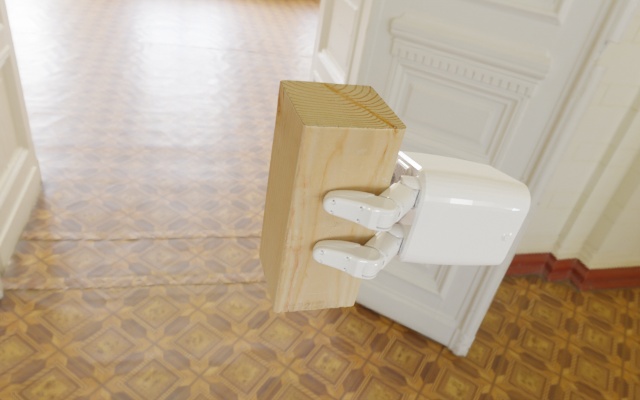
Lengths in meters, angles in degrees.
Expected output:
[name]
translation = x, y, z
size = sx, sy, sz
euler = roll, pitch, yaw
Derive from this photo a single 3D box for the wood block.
[wood block]
translation = 0.000, 0.001, 0.459
size = 0.090, 0.206, 0.090
euler = -1, 36, -18
